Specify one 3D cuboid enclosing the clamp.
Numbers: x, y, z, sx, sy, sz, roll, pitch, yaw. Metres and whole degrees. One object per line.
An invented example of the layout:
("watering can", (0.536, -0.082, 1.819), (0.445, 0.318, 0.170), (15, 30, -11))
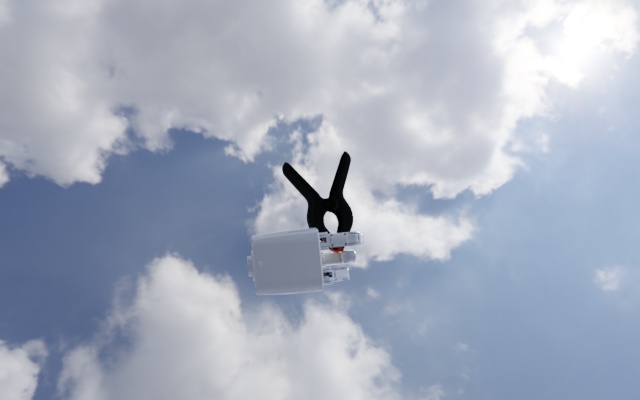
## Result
("clamp", (0.000, 0.003, 0.798), (0.120, 0.171, 0.039), (-4, -10, -9))
